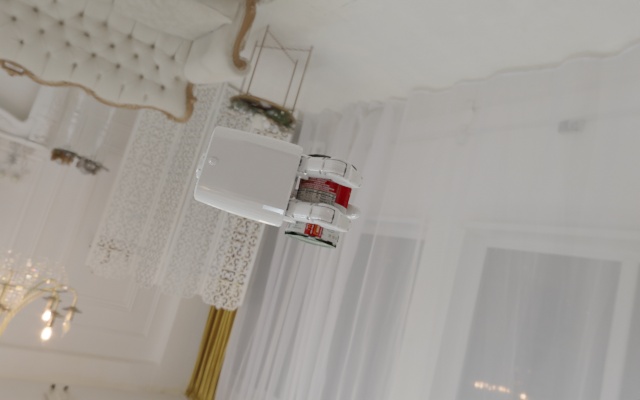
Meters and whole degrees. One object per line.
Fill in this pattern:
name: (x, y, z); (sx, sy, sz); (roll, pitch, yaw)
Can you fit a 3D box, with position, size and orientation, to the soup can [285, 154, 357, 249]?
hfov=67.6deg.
soup can: (0.000, 0.002, 0.591); (0.068, 0.102, 0.068); (15, -10, 3)
